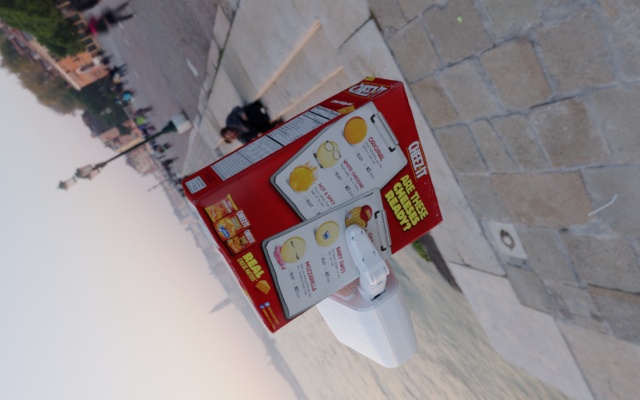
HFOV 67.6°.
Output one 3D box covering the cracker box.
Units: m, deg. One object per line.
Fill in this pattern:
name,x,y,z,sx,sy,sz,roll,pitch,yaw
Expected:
cracker box,0.000,0.002,0.466,0.213,0.164,0.072,-32,31,-13
